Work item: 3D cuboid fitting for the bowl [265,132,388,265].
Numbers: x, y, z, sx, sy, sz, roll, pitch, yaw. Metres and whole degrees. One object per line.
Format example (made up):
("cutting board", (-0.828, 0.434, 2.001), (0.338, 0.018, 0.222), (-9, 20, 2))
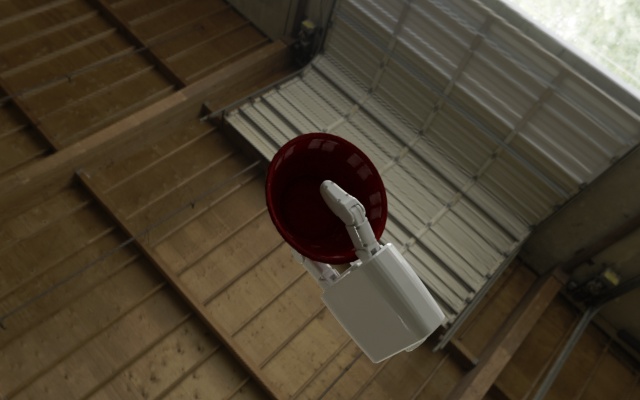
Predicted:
("bowl", (-0.001, 0.001, 0.580), (0.162, 0.162, 0.055), (0, -16, -27))
